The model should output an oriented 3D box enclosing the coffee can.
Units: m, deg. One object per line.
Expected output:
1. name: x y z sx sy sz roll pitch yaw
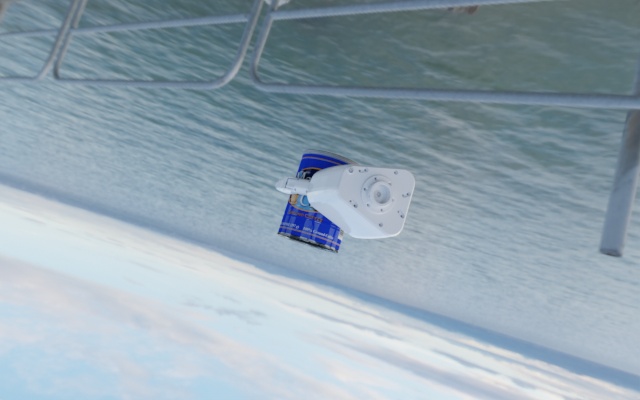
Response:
1. coffee can: 0.000 0.002 0.764 0.103 0.140 0.103 17 -9 3
